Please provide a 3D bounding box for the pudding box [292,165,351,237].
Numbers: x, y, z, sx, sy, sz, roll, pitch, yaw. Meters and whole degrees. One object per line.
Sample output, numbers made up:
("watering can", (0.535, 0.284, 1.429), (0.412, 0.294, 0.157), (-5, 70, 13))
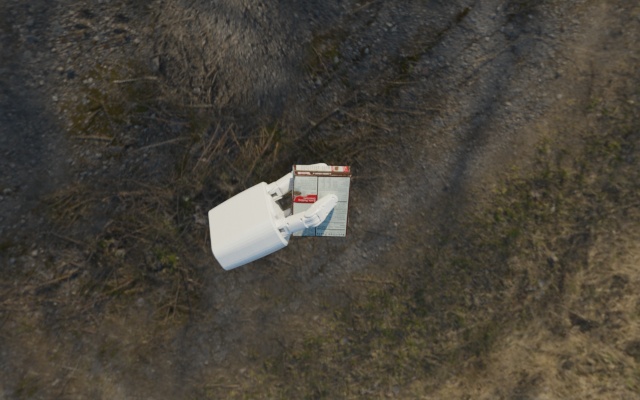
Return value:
("pudding box", (0.000, 0.003, 0.748), (0.090, 0.114, 0.039), (1, 29, -4))
